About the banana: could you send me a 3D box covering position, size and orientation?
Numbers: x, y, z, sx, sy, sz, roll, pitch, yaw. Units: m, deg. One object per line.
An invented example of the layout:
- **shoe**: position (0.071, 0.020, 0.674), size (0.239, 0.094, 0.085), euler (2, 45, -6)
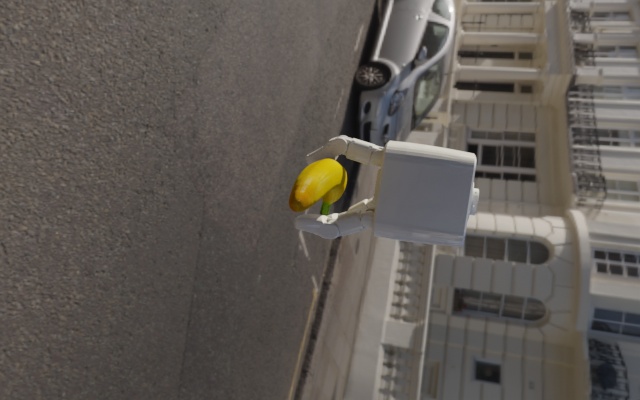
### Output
- **banana**: position (0.004, -0.016, 0.562), size (0.037, 0.069, 0.198), euler (11, -1, 12)
